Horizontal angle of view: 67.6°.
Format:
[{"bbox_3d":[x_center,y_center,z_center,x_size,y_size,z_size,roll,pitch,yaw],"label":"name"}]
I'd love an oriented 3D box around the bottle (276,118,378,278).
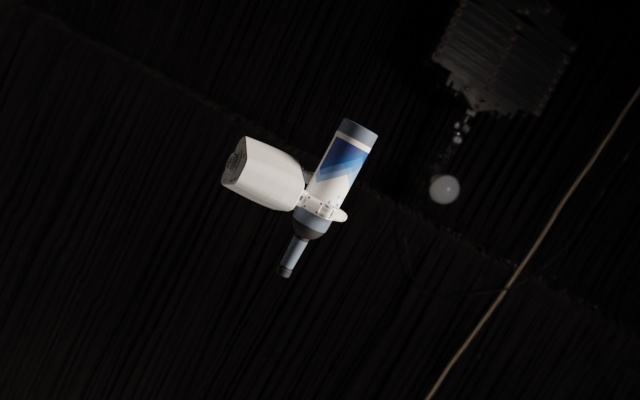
[{"bbox_3d":[0.000,0.003,0.835,0.069,0.296,0.069,28,8,-4],"label":"bottle"}]
